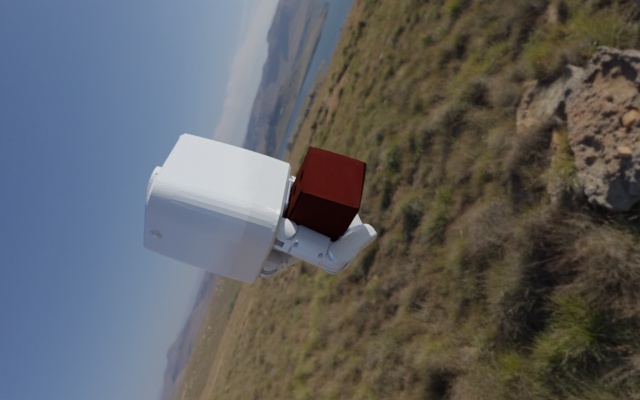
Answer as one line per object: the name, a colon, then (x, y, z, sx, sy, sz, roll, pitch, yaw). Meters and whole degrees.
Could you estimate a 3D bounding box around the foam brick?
foam brick: (0.000, 0.001, 0.416, 0.051, 0.053, 0.078, 18, -39, -9)
